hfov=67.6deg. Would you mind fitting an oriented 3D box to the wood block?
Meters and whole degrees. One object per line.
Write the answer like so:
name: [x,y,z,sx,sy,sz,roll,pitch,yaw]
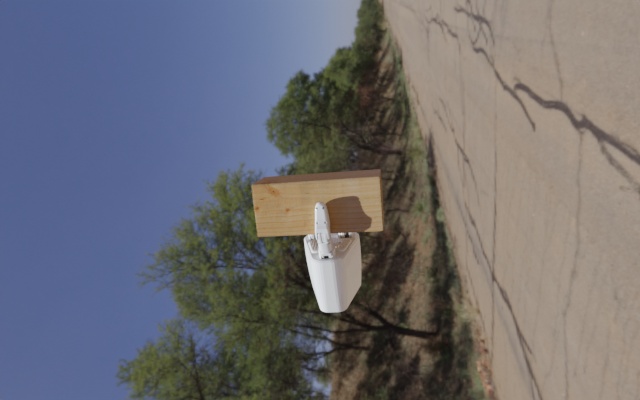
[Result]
wood block: [0.000,0.003,0.800,0.206,0.090,0.091,-4,12,8]
